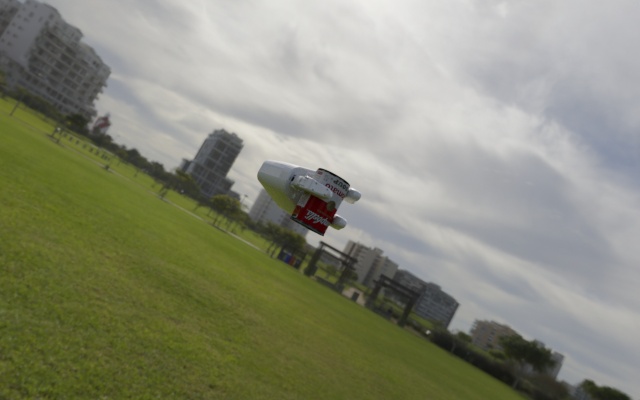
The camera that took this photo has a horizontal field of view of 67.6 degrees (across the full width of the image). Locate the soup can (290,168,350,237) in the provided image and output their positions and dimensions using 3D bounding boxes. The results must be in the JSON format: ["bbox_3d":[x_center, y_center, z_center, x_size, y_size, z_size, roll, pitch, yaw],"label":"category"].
[{"bbox_3d":[0.001,0.003,0.836,0.068,0.102,0.068,29,-7,4],"label":"soup can"}]
